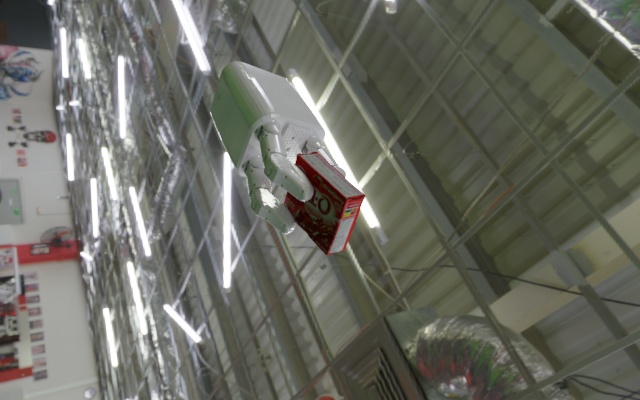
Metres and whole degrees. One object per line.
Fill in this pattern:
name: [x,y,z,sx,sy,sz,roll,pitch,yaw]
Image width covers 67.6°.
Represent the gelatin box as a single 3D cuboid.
gelatin box: [0.001,0.002,0.505,0.030,0.073,0.089,-12,43,-39]
